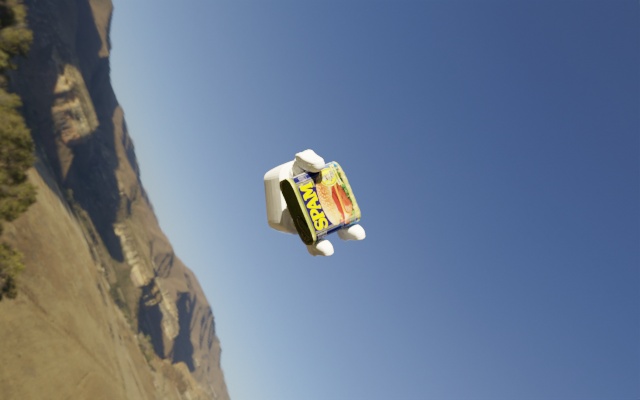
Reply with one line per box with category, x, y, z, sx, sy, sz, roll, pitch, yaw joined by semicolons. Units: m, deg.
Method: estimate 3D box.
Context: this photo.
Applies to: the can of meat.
can of meat;0.000;0.002;0.698;0.084;0.102;0.057;-23;3;-22
